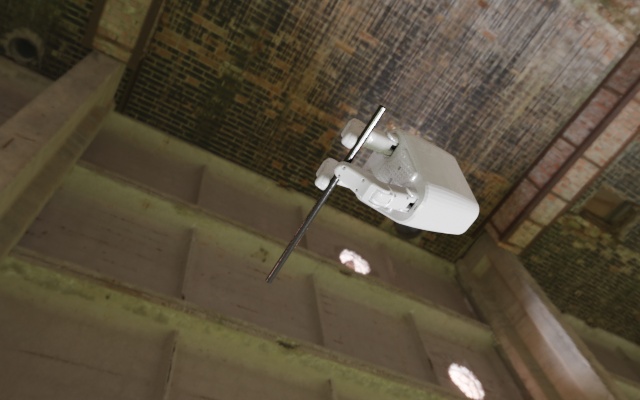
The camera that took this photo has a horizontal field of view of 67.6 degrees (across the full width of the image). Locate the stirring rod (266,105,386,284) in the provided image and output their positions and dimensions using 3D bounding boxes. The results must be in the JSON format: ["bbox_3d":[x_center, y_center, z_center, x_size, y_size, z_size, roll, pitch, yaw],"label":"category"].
[{"bbox_3d":[0.000,0.002,0.511,0.011,0.240,0.011,28,24,-13],"label":"stirring rod"}]
